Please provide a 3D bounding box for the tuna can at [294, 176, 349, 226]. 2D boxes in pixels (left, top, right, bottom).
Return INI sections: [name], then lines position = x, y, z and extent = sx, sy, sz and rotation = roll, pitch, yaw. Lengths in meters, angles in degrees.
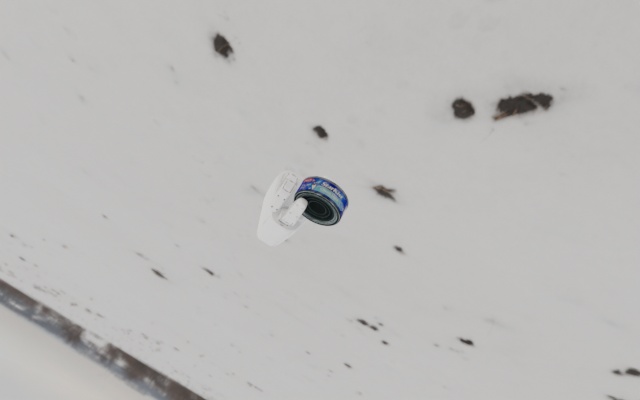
[tuna can]
position = 0.000, 0.003, 0.774
extent = 0.086, 0.033, 0.086
rotation = 20, -35, 15
